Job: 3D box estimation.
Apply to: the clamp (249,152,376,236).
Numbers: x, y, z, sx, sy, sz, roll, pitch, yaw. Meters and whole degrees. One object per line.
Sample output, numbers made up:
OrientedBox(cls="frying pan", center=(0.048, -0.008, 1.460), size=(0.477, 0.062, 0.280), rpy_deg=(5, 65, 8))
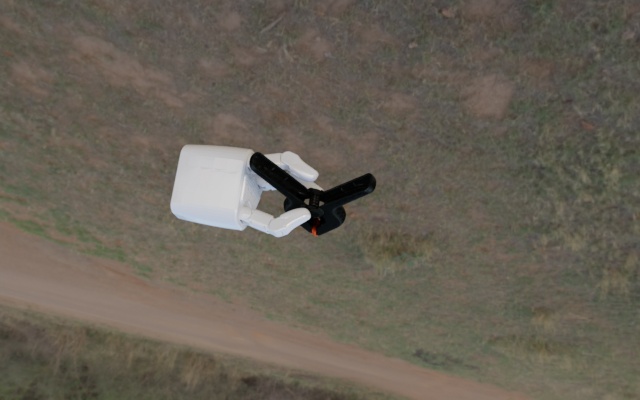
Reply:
OrientedBox(cls="clamp", center=(0.000, 0.003, 0.682), size=(0.164, 0.036, 0.210), rpy_deg=(9, -25, 13))
